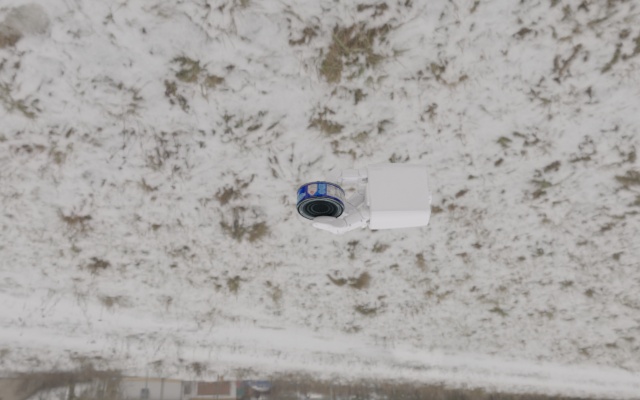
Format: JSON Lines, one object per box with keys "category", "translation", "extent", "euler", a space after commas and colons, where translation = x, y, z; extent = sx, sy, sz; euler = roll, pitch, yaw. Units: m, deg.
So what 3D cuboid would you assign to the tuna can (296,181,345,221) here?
{"category": "tuna can", "translation": [0.000, 0.003, 0.837], "extent": [0.086, 0.033, 0.086], "euler": [1, -31, 1]}
